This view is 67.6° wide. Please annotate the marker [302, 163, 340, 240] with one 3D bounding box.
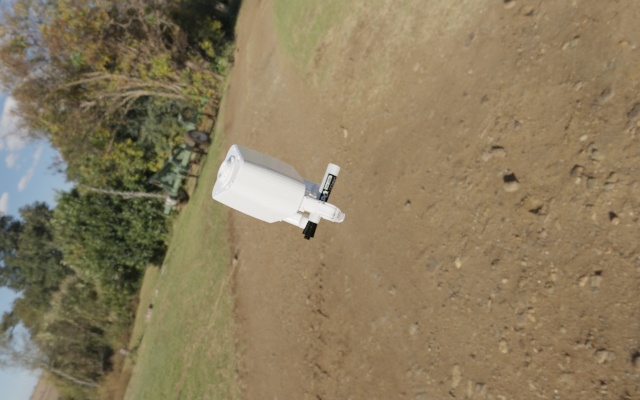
[{"bbox_3d":[0.000,0.002,0.726,0.020,0.121,0.020,21,-3,1],"label":"marker"}]
